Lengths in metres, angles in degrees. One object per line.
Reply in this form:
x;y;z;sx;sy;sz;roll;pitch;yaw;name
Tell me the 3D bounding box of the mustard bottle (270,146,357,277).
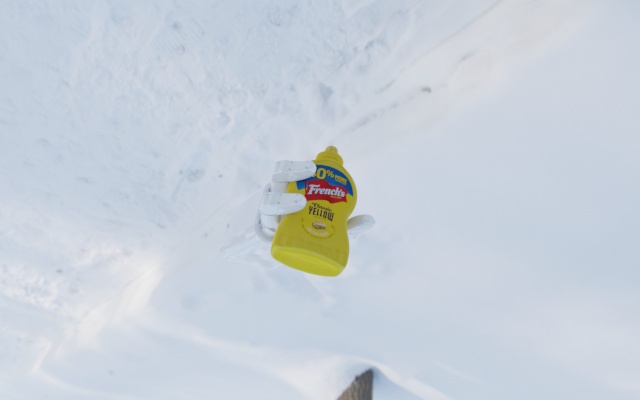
0.000;0.002;0.641;0.096;0.191;0.058;17;-36;-7;mustard bottle
